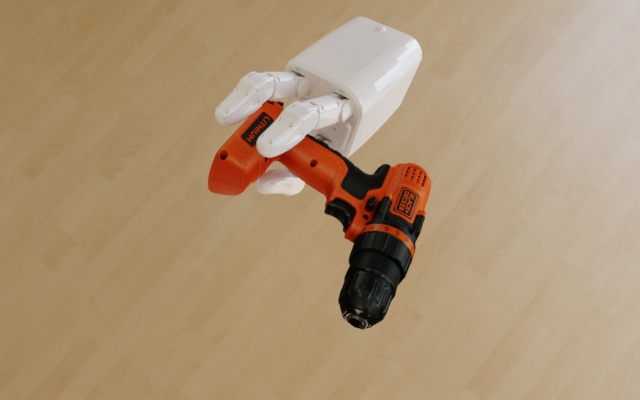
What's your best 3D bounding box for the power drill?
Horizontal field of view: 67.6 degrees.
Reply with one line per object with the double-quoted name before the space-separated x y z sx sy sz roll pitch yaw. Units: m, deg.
"power drill" 0.000 0.001 0.422 0.187 0.184 0.057 30 -45 0
